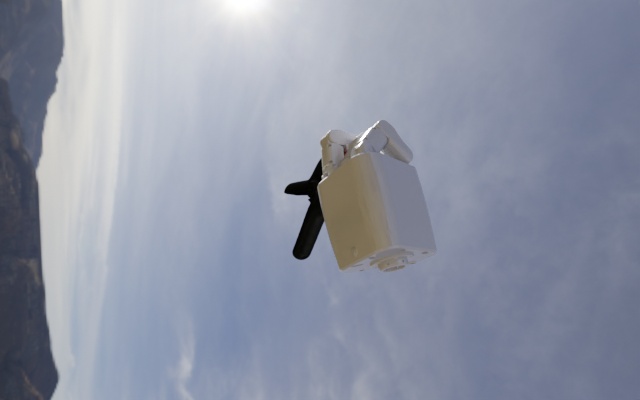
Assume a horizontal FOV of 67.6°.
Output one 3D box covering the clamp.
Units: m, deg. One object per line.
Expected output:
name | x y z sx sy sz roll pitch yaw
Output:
clamp | 0.001 0.002 0.626 0.039 0.120 0.171 3 -25 -30
